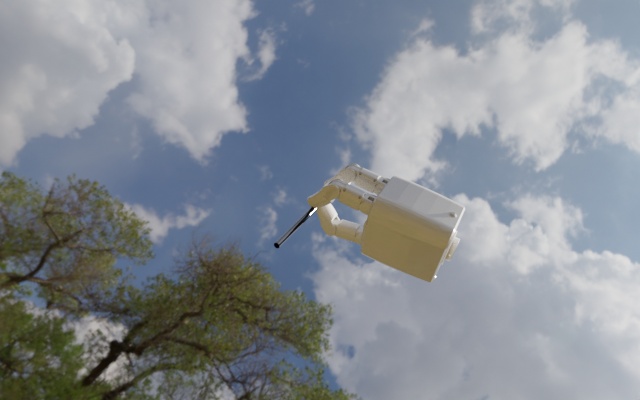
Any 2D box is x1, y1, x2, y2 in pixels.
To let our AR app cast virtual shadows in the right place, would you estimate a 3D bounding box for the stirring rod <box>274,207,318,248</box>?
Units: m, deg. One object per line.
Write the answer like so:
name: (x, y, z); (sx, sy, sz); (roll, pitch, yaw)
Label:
stirring rod: (0.000, 0.002, 0.670); (0.011, 0.011, 0.239); (0, 26, 29)
